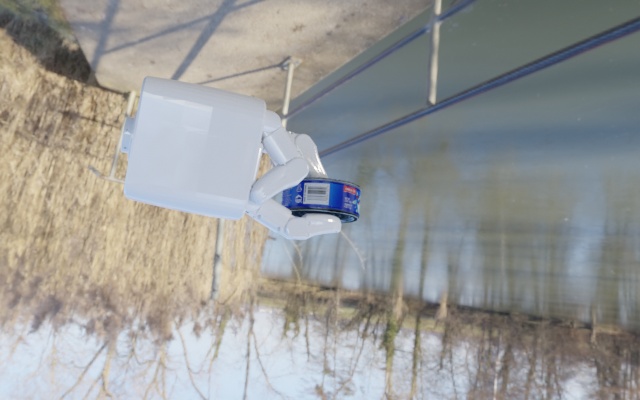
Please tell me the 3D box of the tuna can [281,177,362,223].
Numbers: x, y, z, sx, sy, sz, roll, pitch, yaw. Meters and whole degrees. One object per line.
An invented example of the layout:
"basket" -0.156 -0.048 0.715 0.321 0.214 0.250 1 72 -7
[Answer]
"tuna can" 0.000 0.002 0.507 0.086 0.033 0.086 4 -11 1
